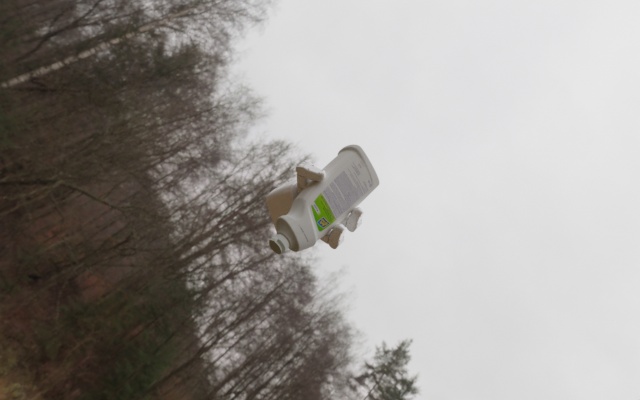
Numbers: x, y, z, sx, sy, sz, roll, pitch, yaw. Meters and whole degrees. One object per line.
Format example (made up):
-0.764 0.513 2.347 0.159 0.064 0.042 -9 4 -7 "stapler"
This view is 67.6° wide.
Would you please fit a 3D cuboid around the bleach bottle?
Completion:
0.000 0.003 0.855 0.250 0.102 0.068 -40 16 -33 "bleach bottle"
